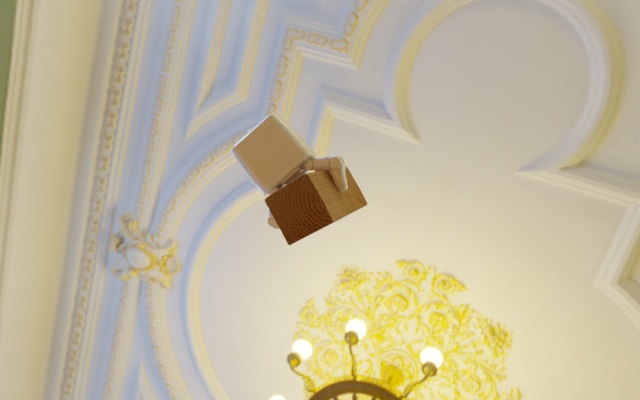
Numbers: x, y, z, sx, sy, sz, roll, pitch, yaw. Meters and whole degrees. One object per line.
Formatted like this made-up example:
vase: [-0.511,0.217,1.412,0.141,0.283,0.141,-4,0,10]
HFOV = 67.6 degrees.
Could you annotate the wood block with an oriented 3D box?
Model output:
wood block: [0.000,0.002,0.849,0.091,0.090,0.206,-30,-4,22]
